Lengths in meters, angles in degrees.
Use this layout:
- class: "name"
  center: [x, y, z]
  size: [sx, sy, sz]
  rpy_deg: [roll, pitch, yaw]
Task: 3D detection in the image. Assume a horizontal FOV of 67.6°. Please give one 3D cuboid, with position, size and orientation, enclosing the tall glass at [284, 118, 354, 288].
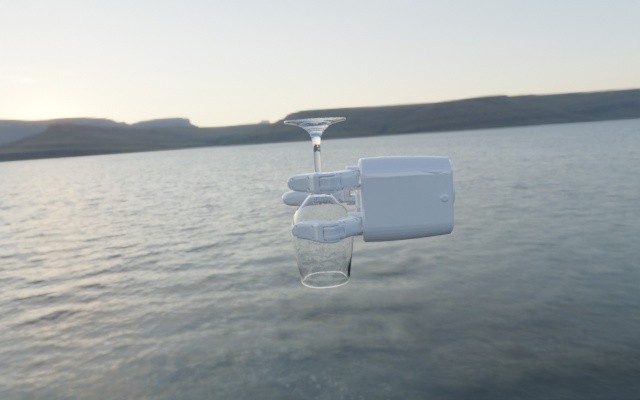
- class: "tall glass"
  center: [0.000, 0.001, 0.586]
  size: [0.079, 0.201, 0.079]
  rpy_deg: [-3, 8, 0]
